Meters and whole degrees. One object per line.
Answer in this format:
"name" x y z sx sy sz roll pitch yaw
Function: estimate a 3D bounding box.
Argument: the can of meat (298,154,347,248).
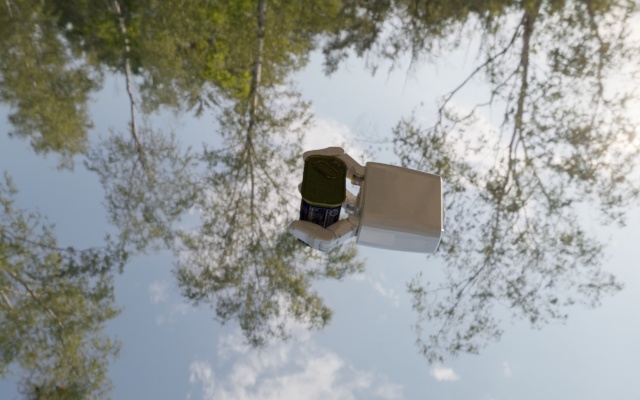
"can of meat" 0.000 0.002 0.643 0.057 0.084 0.102 7 41 -3
